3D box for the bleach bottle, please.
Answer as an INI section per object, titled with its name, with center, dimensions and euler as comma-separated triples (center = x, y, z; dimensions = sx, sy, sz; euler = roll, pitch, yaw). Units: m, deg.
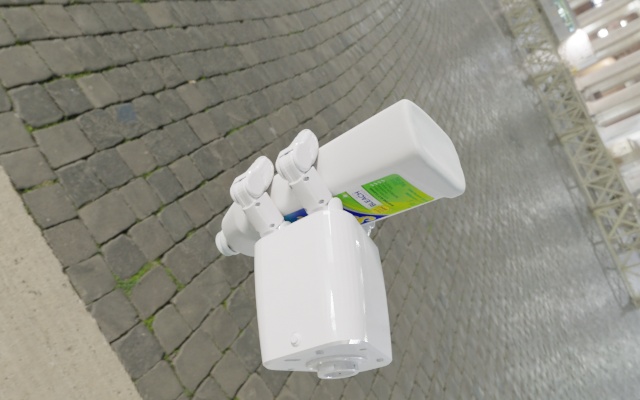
[bleach bottle]
center = 0.000, 0.001, 0.458
dimensions = 0.251, 0.068, 0.102
euler = -26, -36, 30
